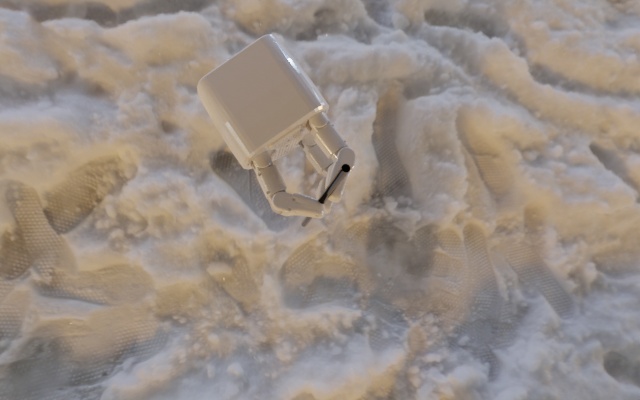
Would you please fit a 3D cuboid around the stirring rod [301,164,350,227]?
[{"bbox_3d":[0.000,0.002,0.531,0.011,0.011,0.239,0,-14,-11],"label":"stirring rod"}]
